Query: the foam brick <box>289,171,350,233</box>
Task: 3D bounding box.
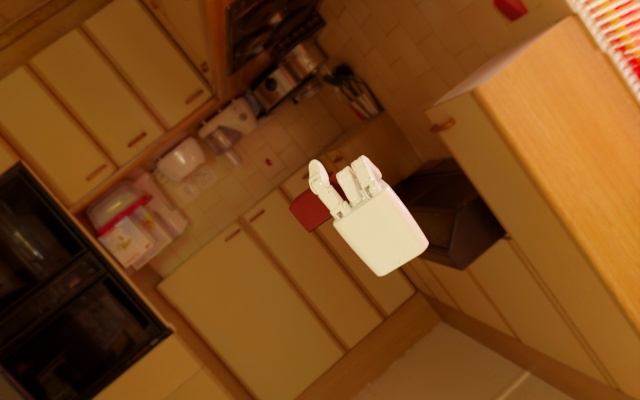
[{"bbox_3d":[0.000,0.002,0.726,0.078,0.051,0.053,-35,10,22],"label":"foam brick"}]
